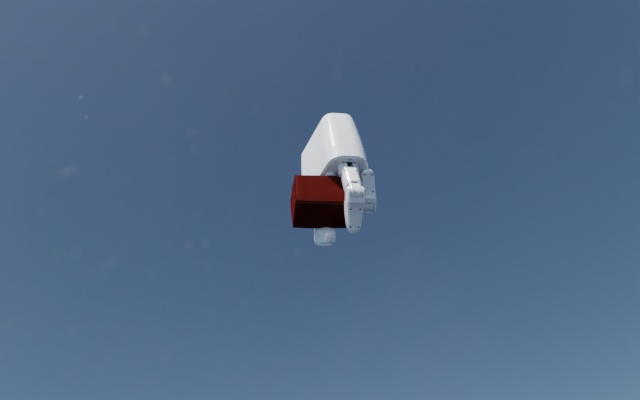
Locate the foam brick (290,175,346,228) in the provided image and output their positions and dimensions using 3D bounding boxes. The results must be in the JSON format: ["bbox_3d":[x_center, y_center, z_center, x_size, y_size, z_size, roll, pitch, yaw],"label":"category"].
[{"bbox_3d":[0.000,0.002,0.645,0.078,0.051,0.053,1,-43,-11],"label":"foam brick"}]
